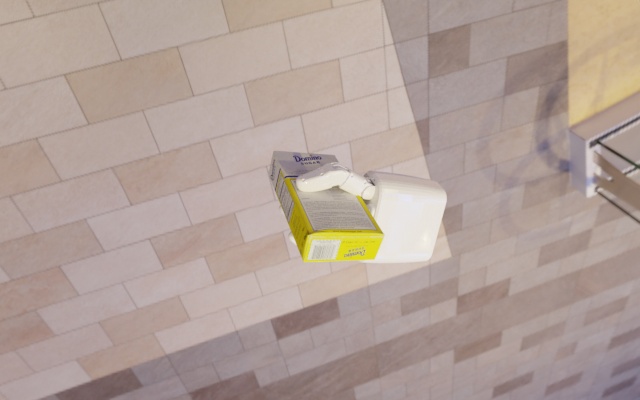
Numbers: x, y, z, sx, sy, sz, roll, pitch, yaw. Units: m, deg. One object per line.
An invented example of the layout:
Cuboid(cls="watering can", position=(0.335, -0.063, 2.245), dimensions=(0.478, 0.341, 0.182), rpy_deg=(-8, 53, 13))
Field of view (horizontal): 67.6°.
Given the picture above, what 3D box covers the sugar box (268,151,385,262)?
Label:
Cuboid(cls="sugar box", position=(0.000, 0.002, 0.594), dimensions=(0.093, 0.048, 0.176), rpy_deg=(2, 33, -22))
